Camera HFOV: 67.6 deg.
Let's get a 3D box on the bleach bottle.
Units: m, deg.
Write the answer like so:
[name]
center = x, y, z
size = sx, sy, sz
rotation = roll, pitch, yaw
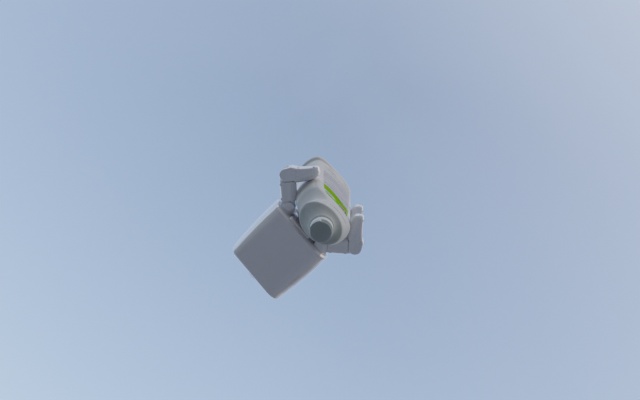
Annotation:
[bleach bottle]
center = 0.000, 0.002, 0.724
size = 0.068, 0.102, 0.250
rotation = -44, 9, 12
